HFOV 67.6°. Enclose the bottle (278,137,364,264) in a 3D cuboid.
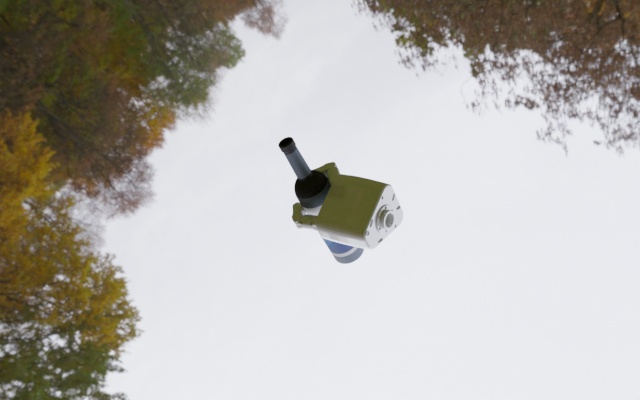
[{"bbox_3d":[0.000,0.003,0.885,0.069,0.069,0.296,0,-43,33],"label":"bottle"}]
